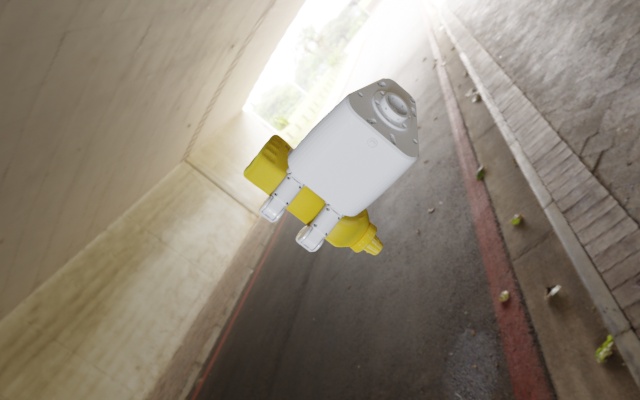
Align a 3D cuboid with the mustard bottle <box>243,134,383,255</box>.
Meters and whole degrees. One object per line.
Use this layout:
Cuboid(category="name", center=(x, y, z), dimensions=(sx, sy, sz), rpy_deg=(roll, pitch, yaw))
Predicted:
Cuboid(category="mustard bottle", center=(0.000, 0.002, 0.581), dimensions=(0.191, 0.058, 0.096), rpy_deg=(39, 18, -9))
